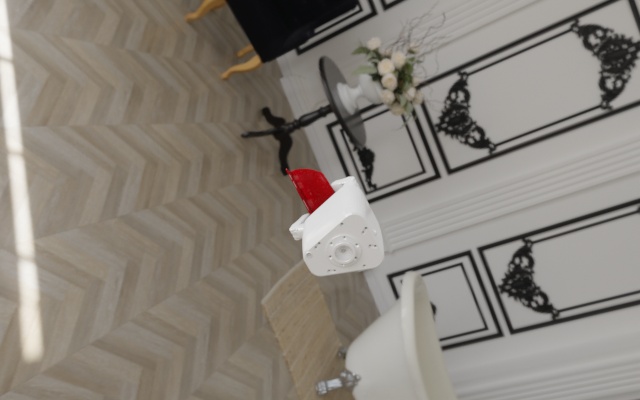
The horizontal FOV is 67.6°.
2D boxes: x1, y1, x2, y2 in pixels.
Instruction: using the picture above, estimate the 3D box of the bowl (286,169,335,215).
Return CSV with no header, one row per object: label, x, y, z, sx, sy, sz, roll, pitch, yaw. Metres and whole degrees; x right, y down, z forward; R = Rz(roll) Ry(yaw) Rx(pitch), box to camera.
bowl,0.000,0.002,0.847,0.055,0.162,0.162,-29,1,-2
